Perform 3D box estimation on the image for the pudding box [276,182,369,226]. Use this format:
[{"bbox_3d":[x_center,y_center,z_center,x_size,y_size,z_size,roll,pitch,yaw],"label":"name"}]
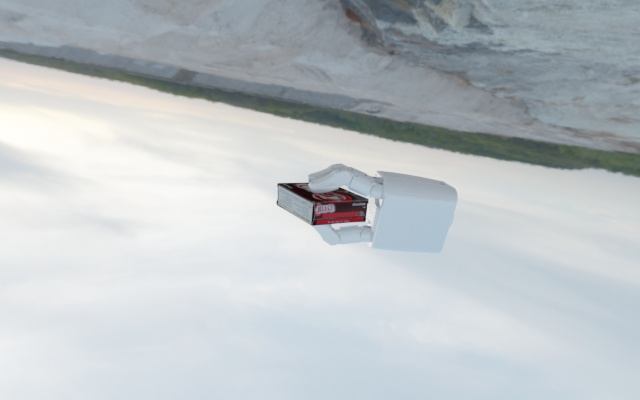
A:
[{"bbox_3d":[0.000,0.002,0.683,0.090,0.039,0.113,-1,13,-32],"label":"pudding box"}]
